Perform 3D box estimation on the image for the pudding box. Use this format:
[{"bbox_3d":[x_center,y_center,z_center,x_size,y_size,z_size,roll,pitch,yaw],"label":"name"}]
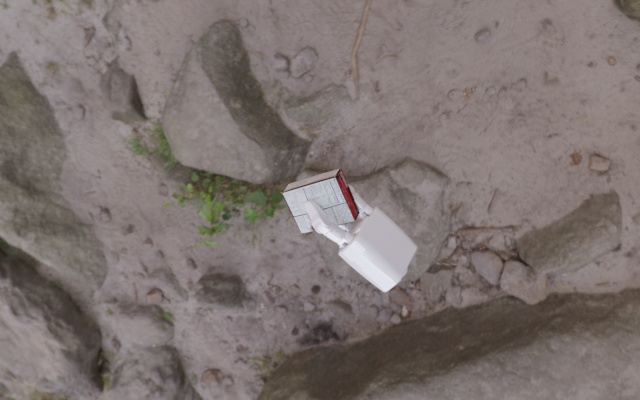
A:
[{"bbox_3d":[0.000,0.003,0.829,0.113,0.090,0.039,-16,20,24],"label":"pudding box"}]
